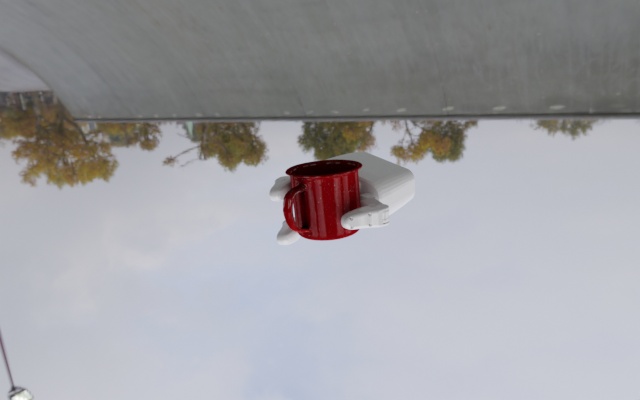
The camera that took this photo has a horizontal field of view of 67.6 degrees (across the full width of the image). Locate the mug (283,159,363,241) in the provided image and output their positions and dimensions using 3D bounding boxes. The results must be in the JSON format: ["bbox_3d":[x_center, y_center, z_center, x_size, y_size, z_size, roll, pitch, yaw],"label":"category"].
[{"bbox_3d":[-0.001,0.002,0.574,0.093,0.081,0.117,7,20,38],"label":"mug"}]
